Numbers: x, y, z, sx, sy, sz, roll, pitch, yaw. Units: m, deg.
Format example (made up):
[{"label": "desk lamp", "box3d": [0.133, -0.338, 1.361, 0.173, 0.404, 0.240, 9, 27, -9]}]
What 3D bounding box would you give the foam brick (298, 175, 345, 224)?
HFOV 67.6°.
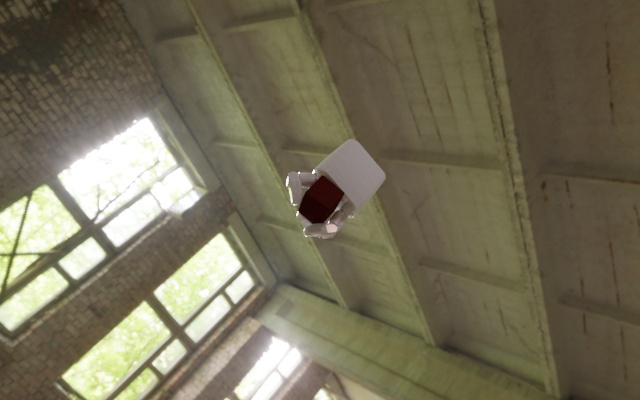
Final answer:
[{"label": "foam brick", "box3d": [0.000, 0.003, 0.854, 0.051, 0.053, 0.078, -46, -8, -28]}]
